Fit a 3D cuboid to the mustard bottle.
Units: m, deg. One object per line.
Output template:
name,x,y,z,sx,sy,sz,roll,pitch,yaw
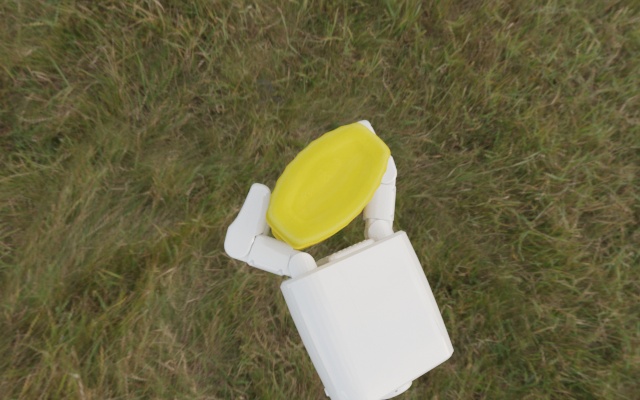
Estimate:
mustard bottle,0.000,0.001,0.409,0.058,0.096,0.191,42,-9,3
